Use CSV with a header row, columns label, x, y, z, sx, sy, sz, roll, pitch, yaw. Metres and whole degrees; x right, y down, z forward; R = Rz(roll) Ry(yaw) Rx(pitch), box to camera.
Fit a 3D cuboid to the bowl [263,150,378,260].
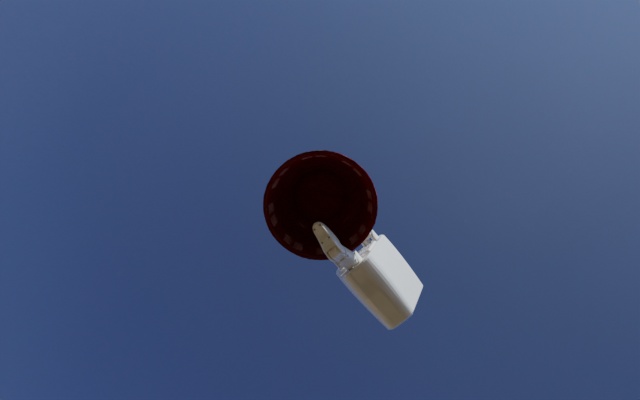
label,x,y,z,sx,sy,sz,roll,pitch,yaw
bowl,0.000,0.001,0.693,0.162,0.162,0.055,0,17,1
